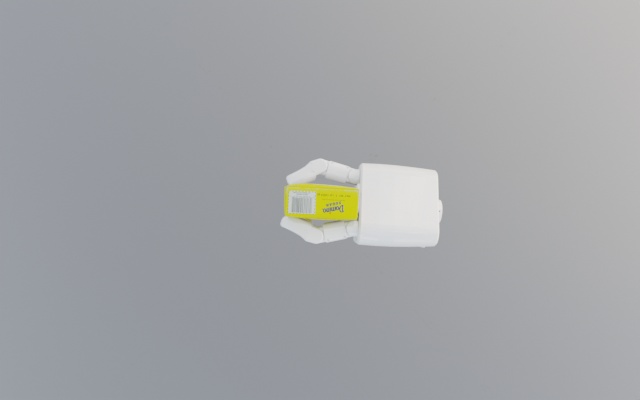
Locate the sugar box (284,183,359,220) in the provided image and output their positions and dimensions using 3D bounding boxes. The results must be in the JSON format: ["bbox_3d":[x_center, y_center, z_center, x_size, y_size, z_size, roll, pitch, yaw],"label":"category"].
[{"bbox_3d":[0.000,0.003,0.672,0.093,0.048,0.176,4,-2,0],"label":"sugar box"}]
